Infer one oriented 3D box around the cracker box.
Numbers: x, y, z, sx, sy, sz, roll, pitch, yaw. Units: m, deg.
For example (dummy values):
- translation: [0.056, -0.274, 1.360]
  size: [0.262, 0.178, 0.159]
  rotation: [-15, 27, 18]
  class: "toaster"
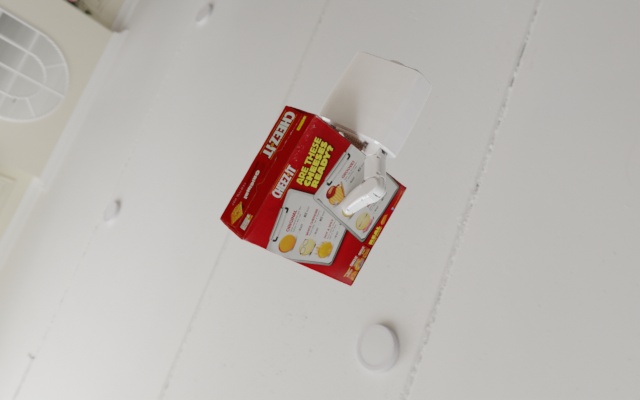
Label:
- translation: [0.000, 0.002, 0.623]
  size: [0.214, 0.164, 0.072]
  rotation: [31, -2, -44]
  class: "cracker box"
